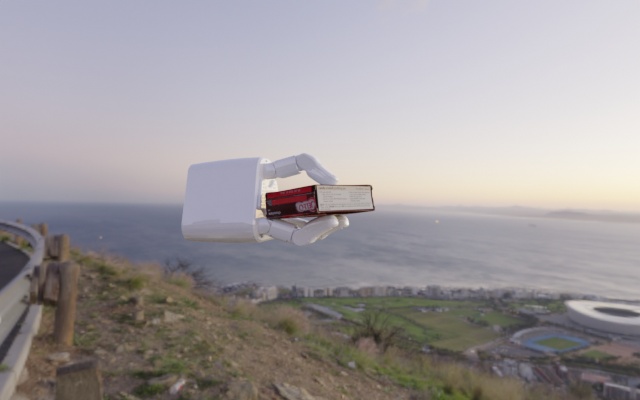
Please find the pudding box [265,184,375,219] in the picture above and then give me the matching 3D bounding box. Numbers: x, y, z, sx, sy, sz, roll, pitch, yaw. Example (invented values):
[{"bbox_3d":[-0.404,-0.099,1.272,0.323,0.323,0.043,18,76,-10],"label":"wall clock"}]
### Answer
[{"bbox_3d":[0.000,0.002,0.605,0.090,0.039,0.113,-7,-2,43],"label":"pudding box"}]
